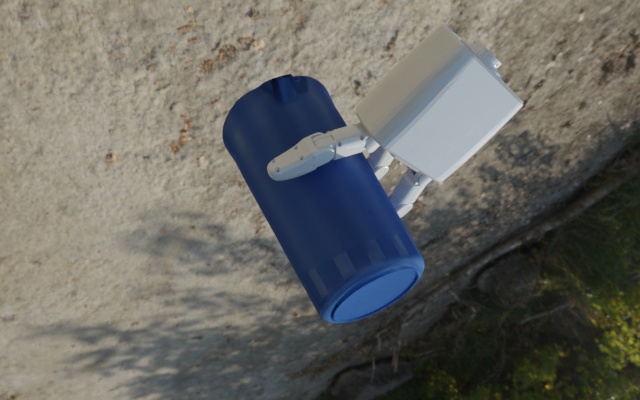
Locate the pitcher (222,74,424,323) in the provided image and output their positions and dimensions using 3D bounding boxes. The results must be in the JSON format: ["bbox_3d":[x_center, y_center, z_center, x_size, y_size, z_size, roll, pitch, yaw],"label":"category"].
[{"bbox_3d":[0.000,0.001,0.498,0.145,0.242,0.149,-43,-33,23],"label":"pitcher"}]
